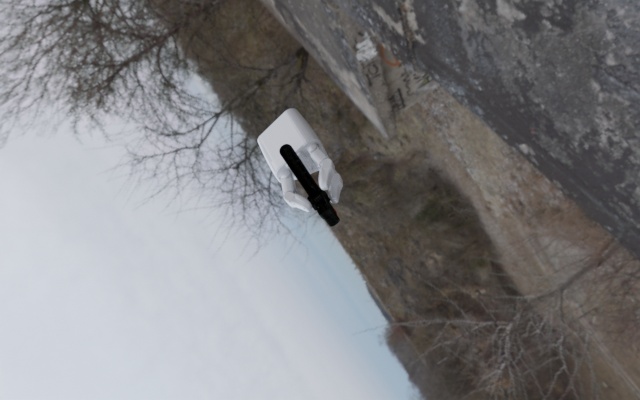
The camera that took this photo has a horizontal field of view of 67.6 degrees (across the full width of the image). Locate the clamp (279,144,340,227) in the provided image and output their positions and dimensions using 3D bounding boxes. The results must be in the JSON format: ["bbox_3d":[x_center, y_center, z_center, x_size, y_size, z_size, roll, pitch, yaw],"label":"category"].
[{"bbox_3d":[0.000,0.003,0.889,0.036,0.164,0.210,-33,-33,1],"label":"clamp"}]
